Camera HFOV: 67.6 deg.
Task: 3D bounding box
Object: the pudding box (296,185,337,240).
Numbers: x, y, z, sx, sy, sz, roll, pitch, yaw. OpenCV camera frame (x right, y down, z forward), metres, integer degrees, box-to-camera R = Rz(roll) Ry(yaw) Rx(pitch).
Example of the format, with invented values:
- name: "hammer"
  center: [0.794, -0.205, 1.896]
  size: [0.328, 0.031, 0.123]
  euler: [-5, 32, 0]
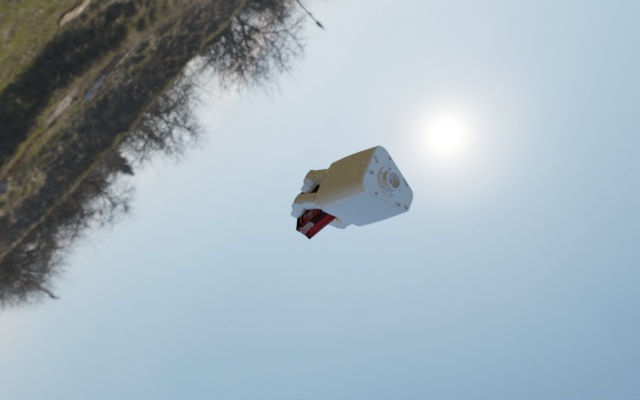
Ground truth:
- name: "pudding box"
  center: [0.000, 0.003, 0.851]
  size: [0.090, 0.039, 0.113]
  euler: [-39, 24, 25]
